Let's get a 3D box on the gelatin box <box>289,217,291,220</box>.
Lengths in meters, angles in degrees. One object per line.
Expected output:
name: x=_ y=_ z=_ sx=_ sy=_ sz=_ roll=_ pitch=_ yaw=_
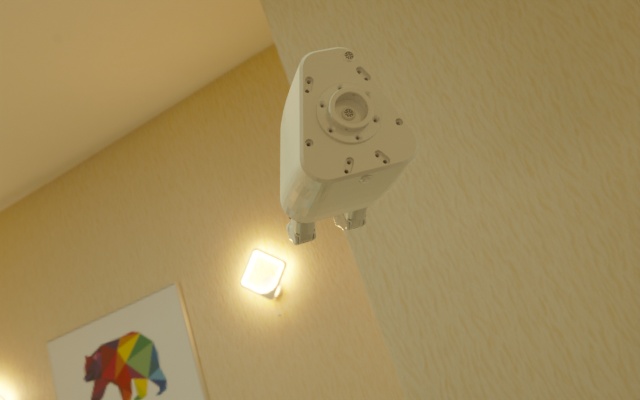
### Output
gelatin box: x=0.000 y=0.001 z=0.530 sx=0.073 sy=0.030 sz=0.089 roll=-17 pitch=-9 yaw=-1
